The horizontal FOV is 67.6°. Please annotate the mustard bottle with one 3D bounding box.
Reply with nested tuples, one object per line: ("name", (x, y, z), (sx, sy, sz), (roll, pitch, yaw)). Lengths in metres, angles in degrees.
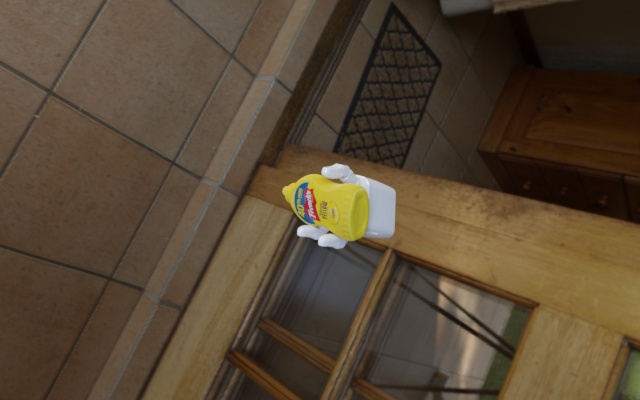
("mustard bottle", (0.000, 0.003, 0.873), (0.191, 0.096, 0.058), (18, 28, 42))
